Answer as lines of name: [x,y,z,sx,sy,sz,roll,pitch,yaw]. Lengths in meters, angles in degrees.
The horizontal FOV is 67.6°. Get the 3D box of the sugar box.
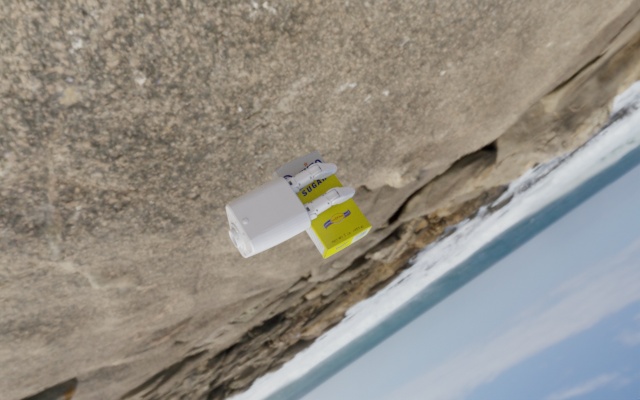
sugar box: [0.000,0.003,0.826,0.093,0.176,0.048,-27,-19,-22]
